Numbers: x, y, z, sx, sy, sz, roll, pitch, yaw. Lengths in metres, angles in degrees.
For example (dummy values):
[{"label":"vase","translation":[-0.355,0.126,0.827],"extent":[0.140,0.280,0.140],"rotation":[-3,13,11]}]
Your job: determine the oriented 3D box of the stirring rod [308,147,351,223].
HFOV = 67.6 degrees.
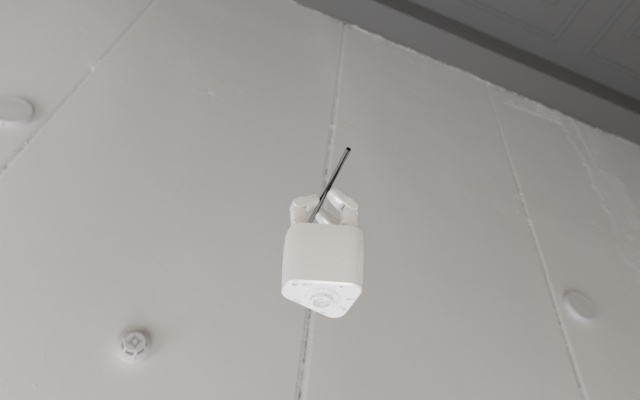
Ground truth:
[{"label":"stirring rod","translation":[0.000,0.003,0.788],"extent":[0.011,0.011,0.240],"rotation":[0,-41,-27]}]
